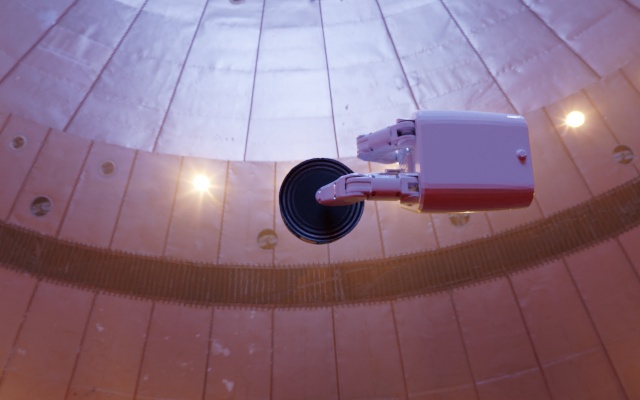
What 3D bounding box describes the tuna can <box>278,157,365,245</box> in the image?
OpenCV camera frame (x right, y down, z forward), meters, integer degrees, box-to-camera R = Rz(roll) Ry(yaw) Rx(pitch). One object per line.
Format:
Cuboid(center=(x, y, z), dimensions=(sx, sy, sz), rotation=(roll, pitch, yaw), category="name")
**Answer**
Cuboid(center=(0.000, 0.002, 0.487), dimensions=(0.086, 0.086, 0.034), rotation=(0, -11, -5), category="tuna can")
